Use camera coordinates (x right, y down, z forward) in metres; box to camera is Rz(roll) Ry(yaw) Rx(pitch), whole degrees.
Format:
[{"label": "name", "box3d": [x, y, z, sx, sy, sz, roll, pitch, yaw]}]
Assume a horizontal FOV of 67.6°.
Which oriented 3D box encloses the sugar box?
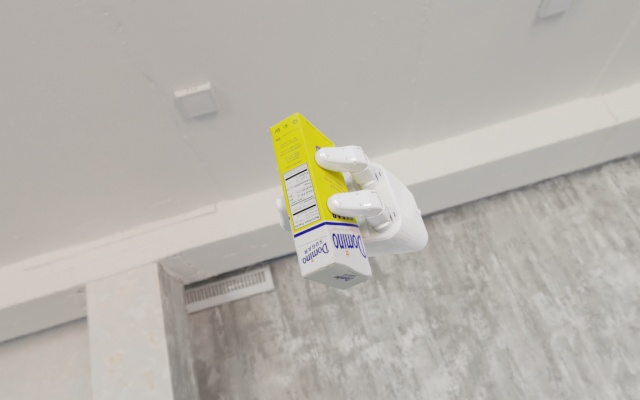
[{"label": "sugar box", "box3d": [0.001, 0.001, 0.514, 0.048, 0.176, 0.093, -27, -28, 20]}]
